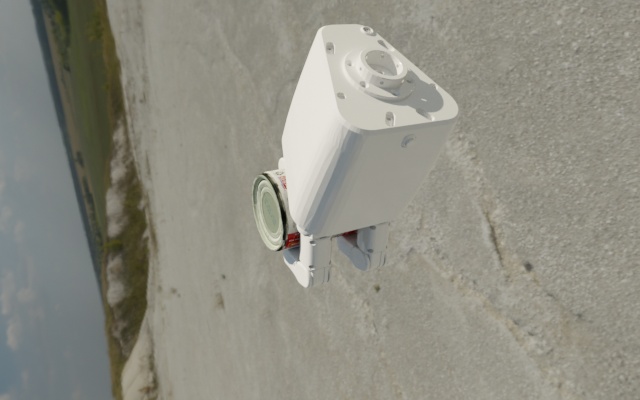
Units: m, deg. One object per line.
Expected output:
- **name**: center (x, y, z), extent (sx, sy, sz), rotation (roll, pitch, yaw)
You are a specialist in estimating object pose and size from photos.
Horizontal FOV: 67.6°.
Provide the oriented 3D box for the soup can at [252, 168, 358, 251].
- **soup can**: center (0.000, 0.002, 0.415), extent (0.102, 0.068, 0.068), rotation (-12, 5, -26)
